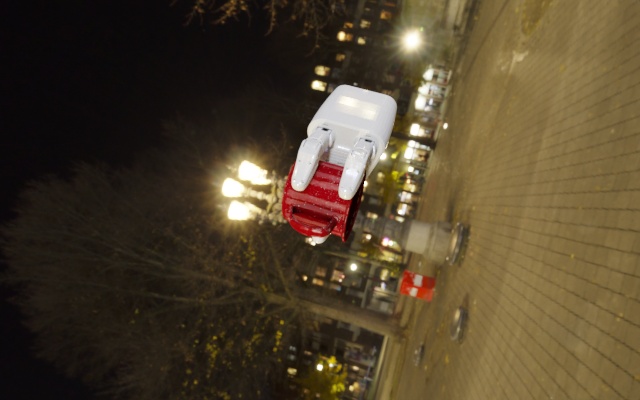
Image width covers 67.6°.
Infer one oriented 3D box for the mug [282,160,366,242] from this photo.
[{"bbox_3d":[-0.001,0.003,0.569,0.081,0.093,0.117,16,41,11],"label":"mug"}]
